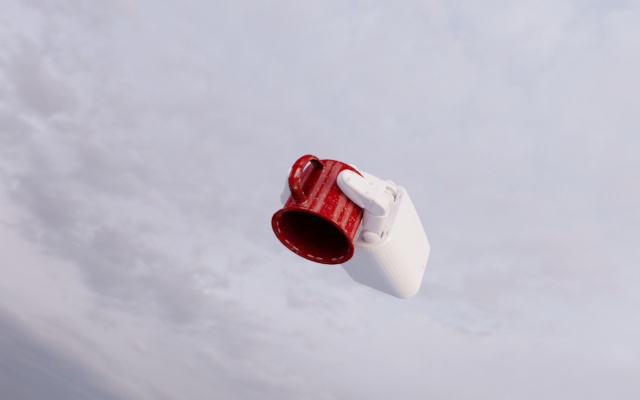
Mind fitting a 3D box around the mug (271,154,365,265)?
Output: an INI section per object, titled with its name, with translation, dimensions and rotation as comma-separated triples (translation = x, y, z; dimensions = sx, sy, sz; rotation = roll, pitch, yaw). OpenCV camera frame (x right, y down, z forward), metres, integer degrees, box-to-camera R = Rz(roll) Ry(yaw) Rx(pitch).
[mug]
translation = -0.001, 0.001, 0.510
dimensions = 0.093, 0.081, 0.117
rotation = -2, -45, 33
